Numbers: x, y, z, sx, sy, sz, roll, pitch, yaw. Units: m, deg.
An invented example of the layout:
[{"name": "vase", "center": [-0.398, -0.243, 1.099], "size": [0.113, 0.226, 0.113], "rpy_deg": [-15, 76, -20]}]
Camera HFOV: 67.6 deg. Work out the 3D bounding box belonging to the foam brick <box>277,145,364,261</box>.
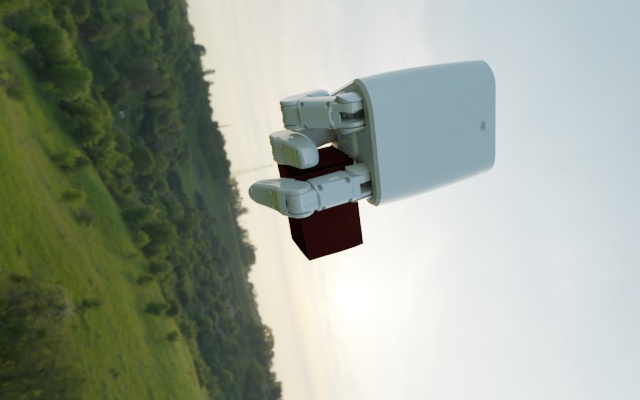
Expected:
[{"name": "foam brick", "center": [0.000, 0.002, 0.401], "size": [0.051, 0.078, 0.053], "rpy_deg": [-15, 24, -15]}]
